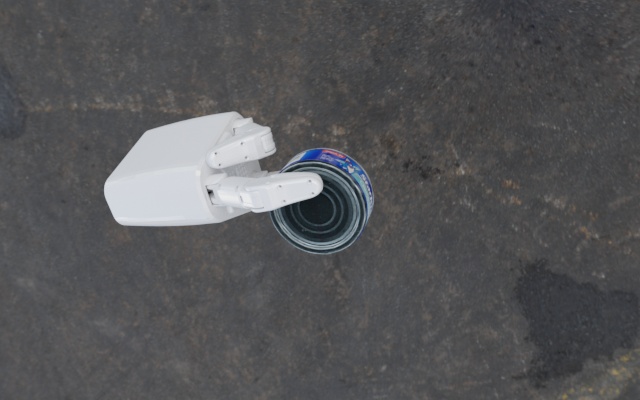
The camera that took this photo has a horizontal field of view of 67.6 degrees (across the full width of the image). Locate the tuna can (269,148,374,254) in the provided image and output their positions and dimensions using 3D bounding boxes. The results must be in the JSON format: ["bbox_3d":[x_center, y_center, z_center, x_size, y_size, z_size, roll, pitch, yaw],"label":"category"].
[{"bbox_3d":[0.000,0.002,0.401,0.086,0.086,0.033,0,23,16],"label":"tuna can"}]
